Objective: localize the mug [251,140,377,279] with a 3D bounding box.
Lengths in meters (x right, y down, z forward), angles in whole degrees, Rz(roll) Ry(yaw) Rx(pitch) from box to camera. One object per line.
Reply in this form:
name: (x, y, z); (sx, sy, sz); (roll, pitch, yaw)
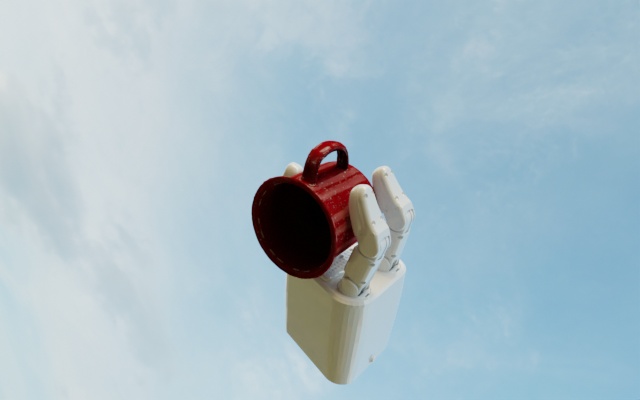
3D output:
mug: (0.000, 0.000, 0.427); (0.093, 0.117, 0.081); (24, 31, 29)
